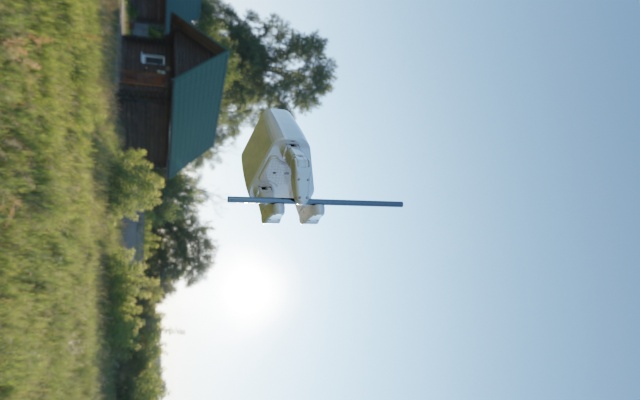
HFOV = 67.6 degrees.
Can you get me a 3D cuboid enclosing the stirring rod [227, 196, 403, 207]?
[{"bbox_3d":[0.000,0.002,0.623,0.239,0.011,0.011,2,-1,-20],"label":"stirring rod"}]
